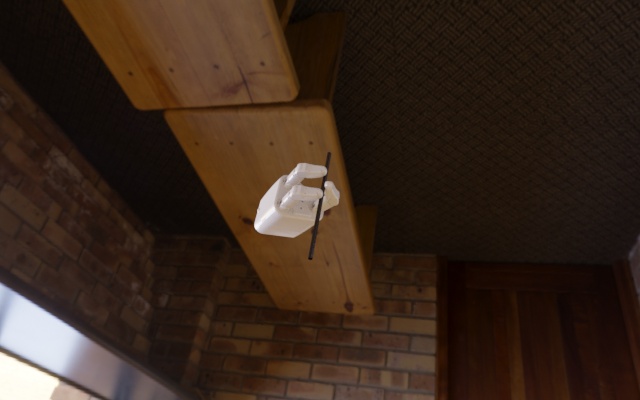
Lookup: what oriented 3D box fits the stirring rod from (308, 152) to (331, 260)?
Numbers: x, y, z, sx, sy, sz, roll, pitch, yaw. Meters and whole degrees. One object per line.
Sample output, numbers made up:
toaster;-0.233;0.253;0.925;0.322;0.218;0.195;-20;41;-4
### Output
stirring rod;0.000;0.003;0.888;0.011;0.239;0.011;7;-35;5
